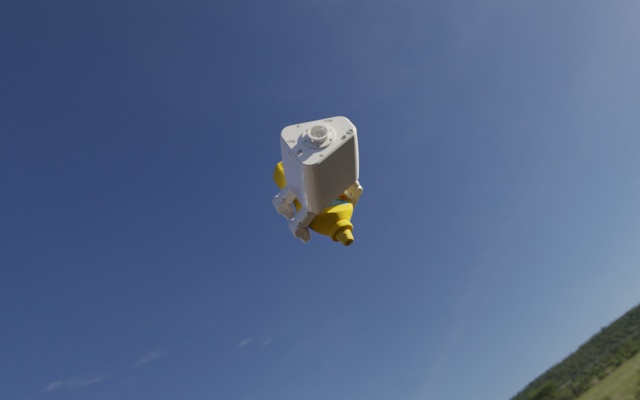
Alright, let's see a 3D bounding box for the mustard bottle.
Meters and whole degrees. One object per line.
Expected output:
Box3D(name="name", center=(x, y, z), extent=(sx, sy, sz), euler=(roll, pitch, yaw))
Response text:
Box3D(name="mustard bottle", center=(0.000, 0.003, 0.820), extent=(0.096, 0.058, 0.191), euler=(-9, 48, -34))
